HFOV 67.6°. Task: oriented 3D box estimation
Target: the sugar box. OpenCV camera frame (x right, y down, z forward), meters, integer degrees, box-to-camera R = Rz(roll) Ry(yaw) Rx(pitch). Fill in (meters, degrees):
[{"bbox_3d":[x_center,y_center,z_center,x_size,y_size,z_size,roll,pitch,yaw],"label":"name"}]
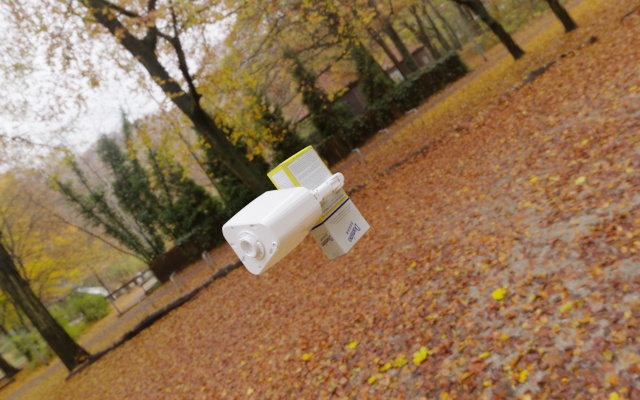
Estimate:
[{"bbox_3d":[0.000,0.003,0.791,0.048,0.176,0.093,-29,8,42],"label":"sugar box"}]
